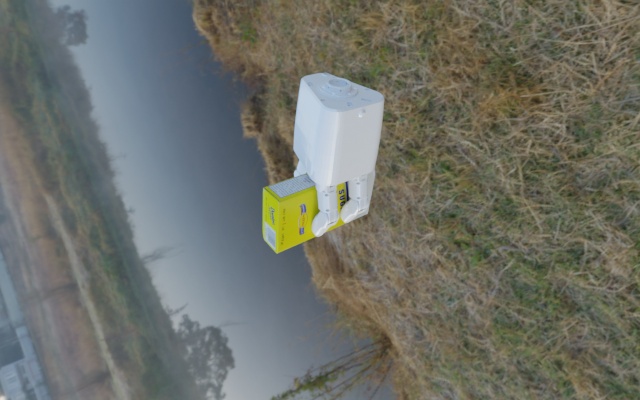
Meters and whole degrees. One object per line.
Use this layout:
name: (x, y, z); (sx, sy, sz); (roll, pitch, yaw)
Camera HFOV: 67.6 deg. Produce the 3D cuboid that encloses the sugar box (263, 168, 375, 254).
sugar box: (0.000, 0.002, 0.694); (0.176, 0.093, 0.048); (-20, 43, -31)
